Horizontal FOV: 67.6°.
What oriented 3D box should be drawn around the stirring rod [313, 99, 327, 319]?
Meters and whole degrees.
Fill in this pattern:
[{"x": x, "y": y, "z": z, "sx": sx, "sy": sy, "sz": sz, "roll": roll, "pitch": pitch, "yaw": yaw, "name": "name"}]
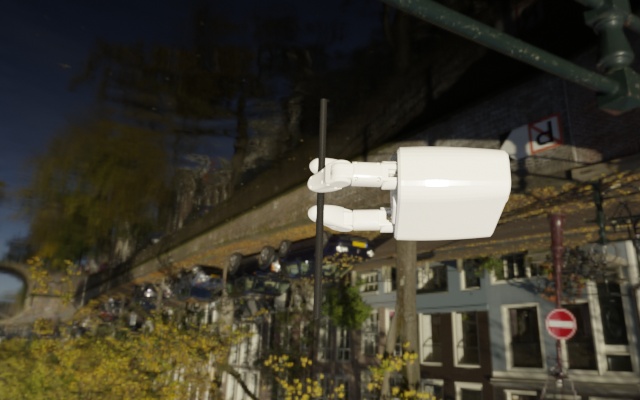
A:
[{"x": 0.000, "y": 0.002, "z": 0.506, "sx": 0.011, "sy": 0.239, "sz": 0.011, "roll": 2, "pitch": -17, "yaw": 0, "name": "stirring rod"}]
